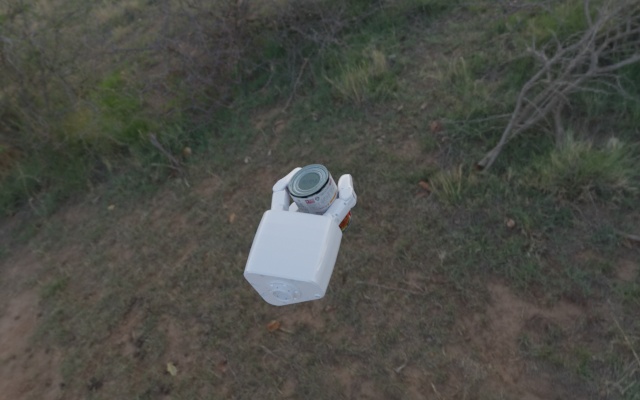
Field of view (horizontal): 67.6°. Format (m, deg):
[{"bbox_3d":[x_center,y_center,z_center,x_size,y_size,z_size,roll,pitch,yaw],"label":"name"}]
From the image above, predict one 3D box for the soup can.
[{"bbox_3d":[0.000,0.002,0.738,0.068,0.068,0.102,0,-40,29],"label":"soup can"}]
